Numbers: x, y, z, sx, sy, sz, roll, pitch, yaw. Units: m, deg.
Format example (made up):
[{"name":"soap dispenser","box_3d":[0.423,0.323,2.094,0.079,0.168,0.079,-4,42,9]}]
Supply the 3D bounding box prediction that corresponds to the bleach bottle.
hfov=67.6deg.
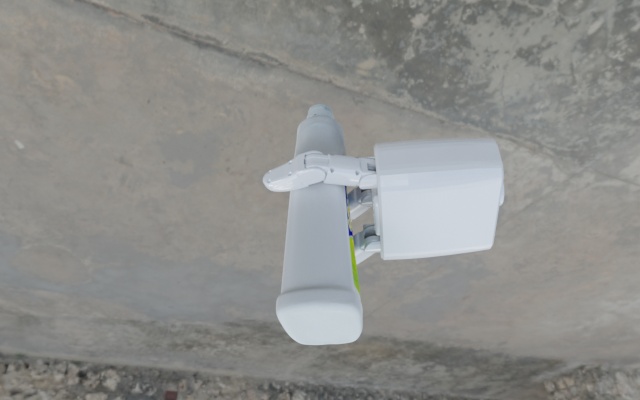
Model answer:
[{"name":"bleach bottle","box_3d":[0.000,0.002,0.461,0.068,0.250,0.103,-4,-33,5]}]
